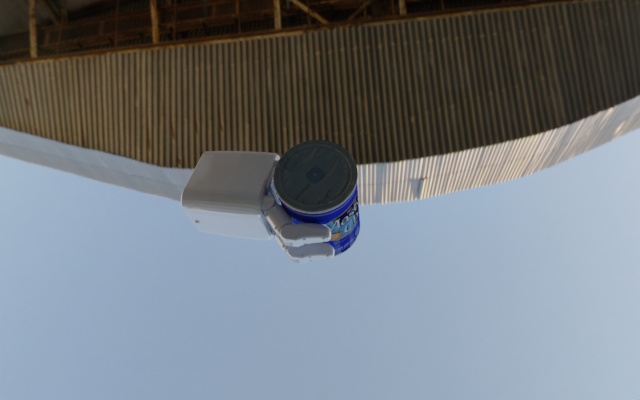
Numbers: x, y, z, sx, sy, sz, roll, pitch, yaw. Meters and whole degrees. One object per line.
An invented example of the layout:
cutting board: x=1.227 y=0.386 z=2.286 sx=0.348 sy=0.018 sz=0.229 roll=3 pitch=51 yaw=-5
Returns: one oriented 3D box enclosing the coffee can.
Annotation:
coffee can: x=0.000 y=0.002 z=0.633 sx=0.103 sy=0.102 sz=0.140 roll=0 pitch=-29 yaw=6
